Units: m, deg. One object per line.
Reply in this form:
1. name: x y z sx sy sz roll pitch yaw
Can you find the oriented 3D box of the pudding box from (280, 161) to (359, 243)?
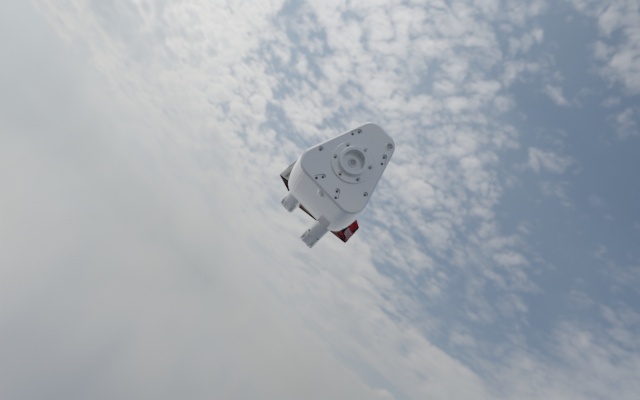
1. pudding box: 0.000 0.002 0.699 0.113 0.039 0.090 39 -16 29
